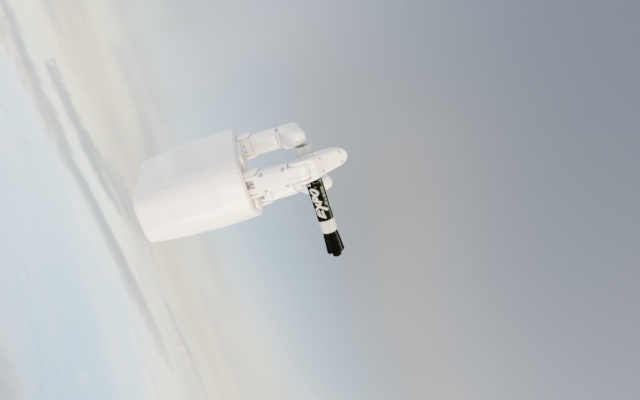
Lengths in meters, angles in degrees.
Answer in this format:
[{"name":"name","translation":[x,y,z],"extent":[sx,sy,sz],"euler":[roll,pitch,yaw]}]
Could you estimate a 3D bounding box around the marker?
[{"name":"marker","translation":[0.000,0.002,0.486],"extent":[0.020,0.121,0.020],"euler":[-17,15,5]}]
